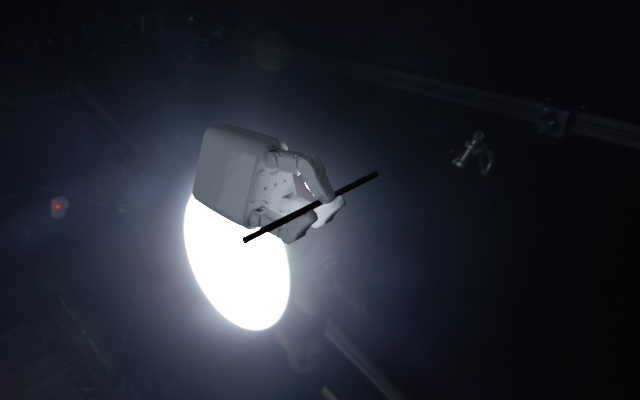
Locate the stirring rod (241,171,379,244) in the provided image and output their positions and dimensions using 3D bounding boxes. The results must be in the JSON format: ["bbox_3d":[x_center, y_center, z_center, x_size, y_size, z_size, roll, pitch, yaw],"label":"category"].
[{"bbox_3d":[0.000,0.002,0.551,0.011,0.011,0.239,0,18,40],"label":"stirring rod"}]
